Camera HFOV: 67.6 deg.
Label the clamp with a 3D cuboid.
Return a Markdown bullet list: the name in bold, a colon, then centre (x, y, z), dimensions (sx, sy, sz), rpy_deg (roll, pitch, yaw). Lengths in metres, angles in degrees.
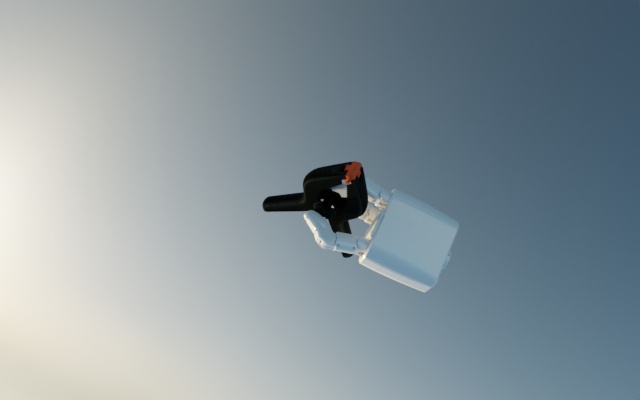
- **clamp**: centre (0.000, 0.003, 0.683), dimensions (0.164, 0.036, 0.210), rpy_deg (26, -32, 1)
